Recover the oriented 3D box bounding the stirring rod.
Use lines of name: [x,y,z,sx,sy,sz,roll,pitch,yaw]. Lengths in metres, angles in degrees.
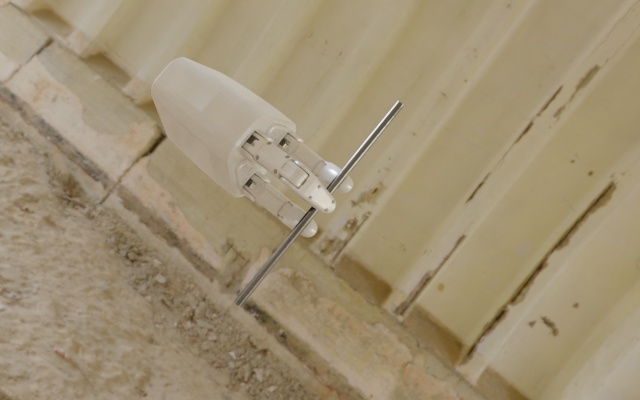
stirring rod: [0.000,0.001,0.444,0.011,0.239,0.011,39,-4,4]
